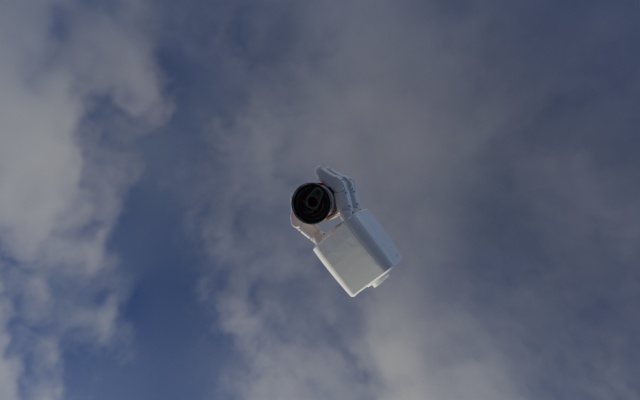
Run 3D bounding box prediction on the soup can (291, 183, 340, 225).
[{"bbox_3d":[0.000,0.002,0.813,0.068,0.068,0.102,0,3,18],"label":"soup can"}]
